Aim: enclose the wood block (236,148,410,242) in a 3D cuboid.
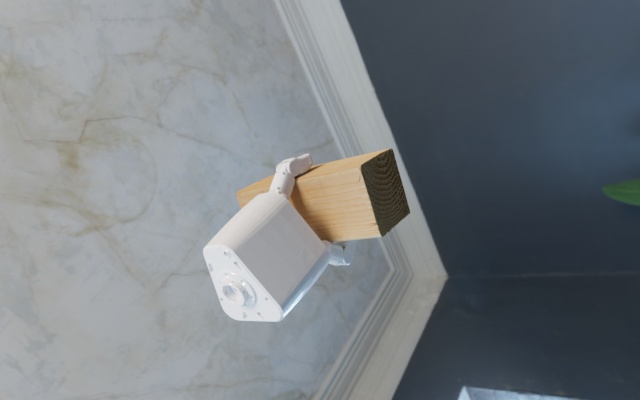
[{"bbox_3d":[0.000,0.002,0.636,0.206,0.091,0.090,-9,13,37],"label":"wood block"}]
